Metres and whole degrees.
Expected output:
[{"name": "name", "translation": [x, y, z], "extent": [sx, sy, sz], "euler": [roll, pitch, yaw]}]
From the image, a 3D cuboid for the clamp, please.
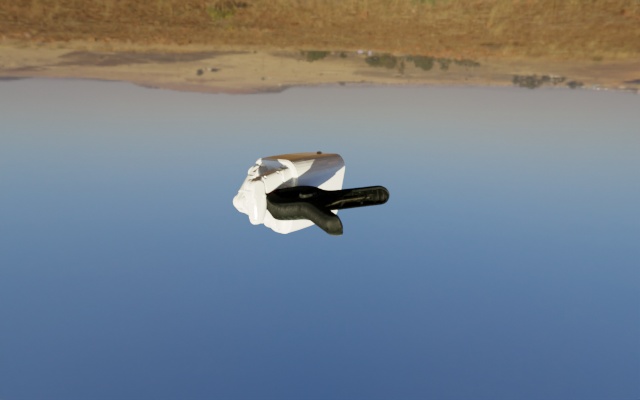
[{"name": "clamp", "translation": [0.000, 0.003, 0.617], "extent": [0.120, 0.039, 0.171], "euler": [-19, 23, -41]}]
